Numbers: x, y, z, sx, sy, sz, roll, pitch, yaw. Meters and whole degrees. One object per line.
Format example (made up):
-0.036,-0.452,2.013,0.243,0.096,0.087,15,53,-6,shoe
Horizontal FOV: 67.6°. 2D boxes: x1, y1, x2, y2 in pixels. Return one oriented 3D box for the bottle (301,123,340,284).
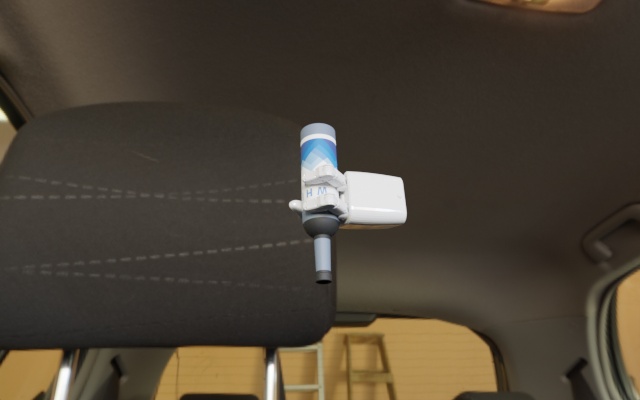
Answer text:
0.000,0.003,0.852,0.069,0.295,0.069,-2,-26,-1,bottle
